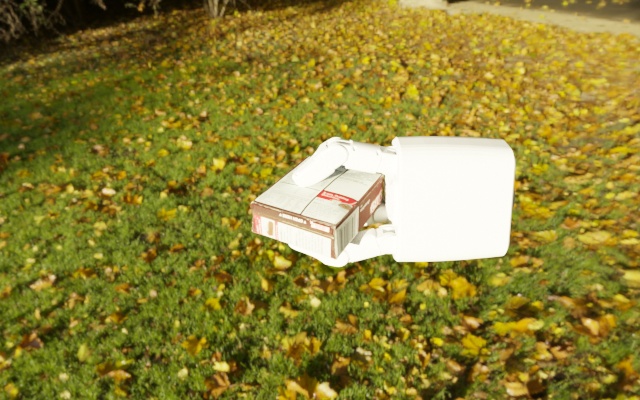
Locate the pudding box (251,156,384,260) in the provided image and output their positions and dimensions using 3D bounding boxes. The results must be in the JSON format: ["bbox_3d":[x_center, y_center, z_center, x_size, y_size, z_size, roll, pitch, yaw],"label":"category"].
[{"bbox_3d":[0.000,0.001,0.465,0.090,0.039,0.113,15,33,23],"label":"pudding box"}]
